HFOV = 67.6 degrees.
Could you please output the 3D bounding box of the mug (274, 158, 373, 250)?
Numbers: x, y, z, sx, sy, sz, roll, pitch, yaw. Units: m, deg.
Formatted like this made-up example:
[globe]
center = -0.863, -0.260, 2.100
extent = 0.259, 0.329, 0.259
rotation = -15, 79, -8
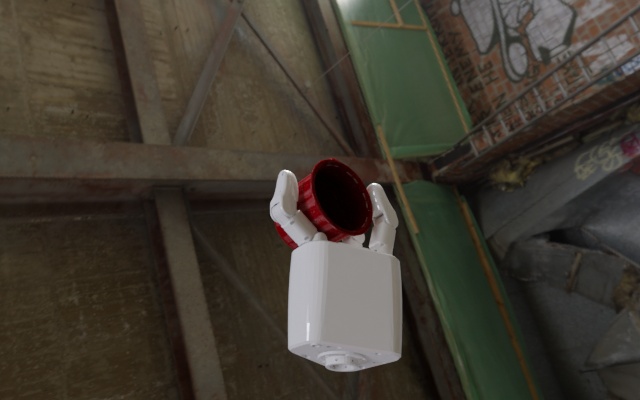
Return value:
[mug]
center = 0.000, 0.001, 0.560
extent = 0.093, 0.117, 0.081
rotation = 28, -41, -31
